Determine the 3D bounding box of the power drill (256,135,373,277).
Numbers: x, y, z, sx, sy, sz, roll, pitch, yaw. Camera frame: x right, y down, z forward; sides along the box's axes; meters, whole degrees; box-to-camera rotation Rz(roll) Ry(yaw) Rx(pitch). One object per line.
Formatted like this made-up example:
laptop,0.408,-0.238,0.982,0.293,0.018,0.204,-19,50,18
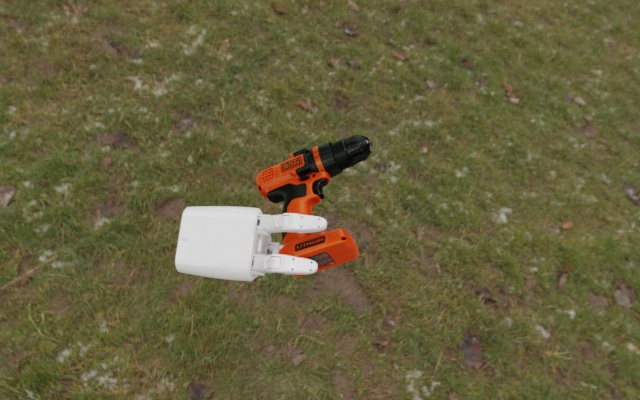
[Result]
power drill,0.000,0.003,0.674,0.184,0.187,0.057,-22,-40,15
